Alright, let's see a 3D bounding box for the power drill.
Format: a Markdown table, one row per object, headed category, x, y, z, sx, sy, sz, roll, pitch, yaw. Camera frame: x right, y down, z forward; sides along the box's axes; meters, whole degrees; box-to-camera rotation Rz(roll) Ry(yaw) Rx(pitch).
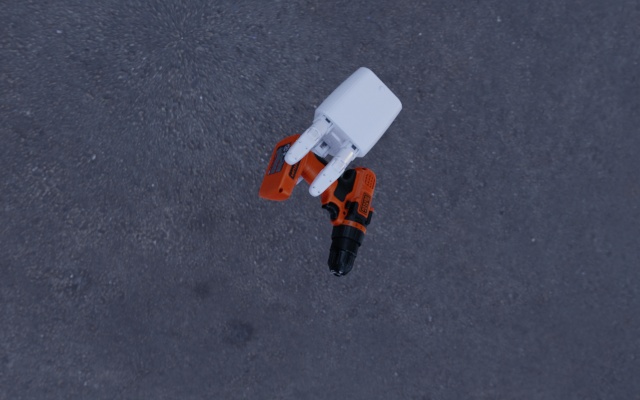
| category | x | y | z | sx | sy | sz | roll | pitch | yaw |
| --- | --- | --- | --- | --- | --- | --- | --- | --- | --- |
| power drill | 0.000 | 0.002 | 0.723 | 0.188 | 0.184 | 0.057 | 33 | -29 | -34 |
